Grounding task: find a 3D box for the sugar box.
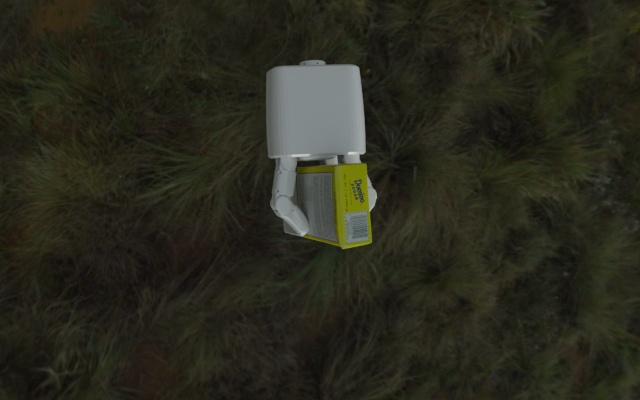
[{"bbox_3d":[0.001,0.002,0.599,0.048,0.093,0.176,-6,5,-22],"label":"sugar box"}]
